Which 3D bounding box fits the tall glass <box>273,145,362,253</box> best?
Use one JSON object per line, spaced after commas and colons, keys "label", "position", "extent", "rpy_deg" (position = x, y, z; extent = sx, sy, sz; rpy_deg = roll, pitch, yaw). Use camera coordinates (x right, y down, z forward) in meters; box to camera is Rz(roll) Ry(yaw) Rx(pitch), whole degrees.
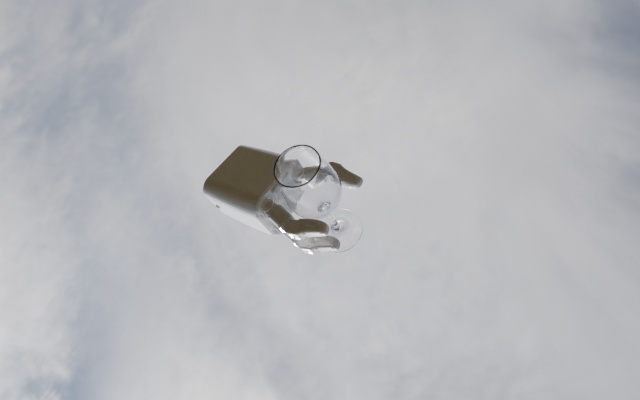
{"label": "tall glass", "position": [0.000, 0.002, 0.666], "extent": [0.079, 0.079, 0.201], "rpy_deg": [0, -27, 19]}
